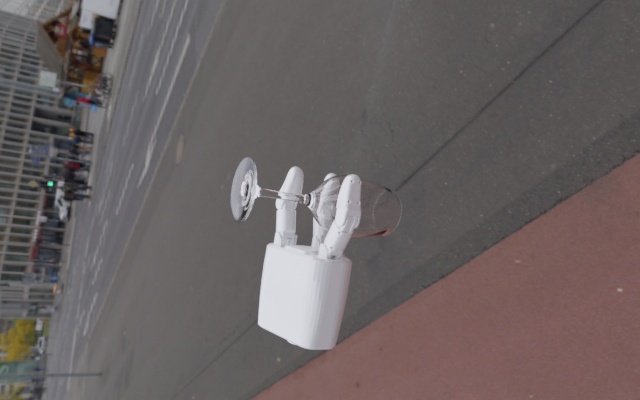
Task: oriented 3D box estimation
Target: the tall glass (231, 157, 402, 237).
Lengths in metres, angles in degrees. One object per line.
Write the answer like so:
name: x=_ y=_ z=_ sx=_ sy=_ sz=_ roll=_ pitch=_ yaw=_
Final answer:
tall glass: x=0.000 y=0.002 z=0.574 sx=0.201 sy=0.079 sz=0.079 roll=9 pitch=-4 yaw=-29
